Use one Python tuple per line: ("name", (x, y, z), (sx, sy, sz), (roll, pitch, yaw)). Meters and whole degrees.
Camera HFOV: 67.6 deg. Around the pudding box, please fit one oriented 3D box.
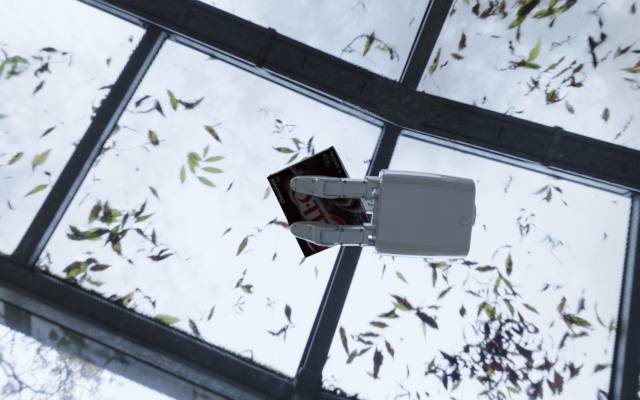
("pudding box", (0.000, 0.002, 0.580), (0.090, 0.113, 0.039), (-24, 5, 10))
